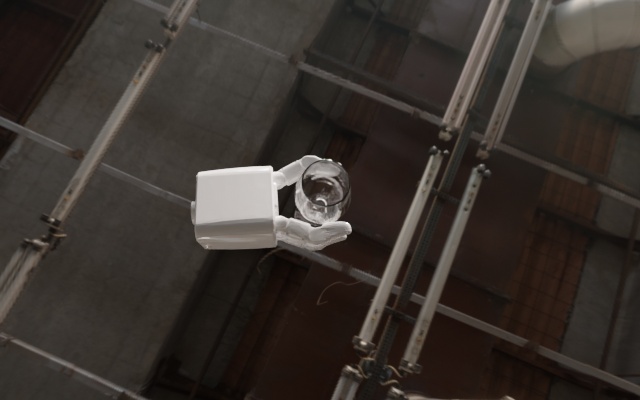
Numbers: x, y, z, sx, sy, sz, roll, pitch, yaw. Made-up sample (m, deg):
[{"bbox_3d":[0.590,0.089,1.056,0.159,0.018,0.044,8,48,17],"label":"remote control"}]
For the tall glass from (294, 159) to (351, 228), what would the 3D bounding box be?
[{"bbox_3d":[0.000,0.002,0.690,0.079,0.079,0.201,0,-14,-4],"label":"tall glass"}]
